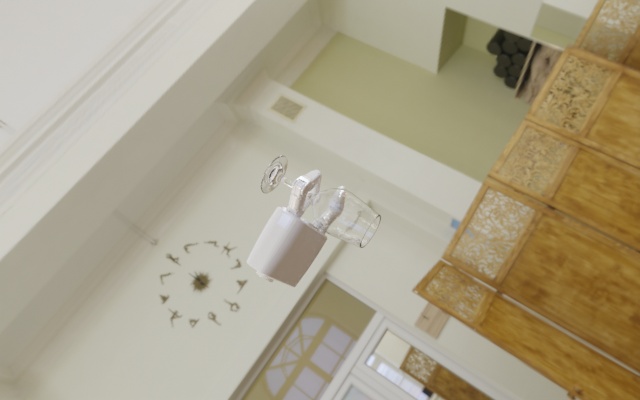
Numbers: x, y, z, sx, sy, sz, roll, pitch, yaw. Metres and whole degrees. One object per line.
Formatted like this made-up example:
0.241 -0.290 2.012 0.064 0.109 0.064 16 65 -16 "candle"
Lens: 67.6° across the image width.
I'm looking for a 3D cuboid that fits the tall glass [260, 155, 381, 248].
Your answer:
0.000 0.002 0.797 0.201 0.079 0.079 30 11 19 "tall glass"
